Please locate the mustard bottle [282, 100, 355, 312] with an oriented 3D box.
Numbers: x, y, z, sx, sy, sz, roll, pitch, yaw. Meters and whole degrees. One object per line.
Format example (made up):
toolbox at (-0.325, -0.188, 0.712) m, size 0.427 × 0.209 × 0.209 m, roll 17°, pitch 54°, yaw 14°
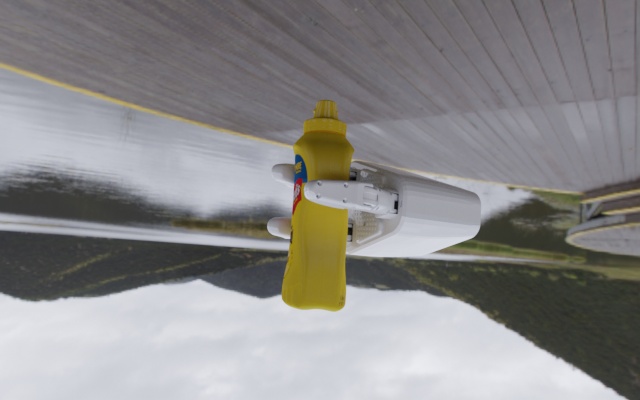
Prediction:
mustard bottle at (0.000, 0.002, 0.445) m, size 0.058 × 0.191 × 0.096 m, roll 5°, pitch -5°, yaw -6°
